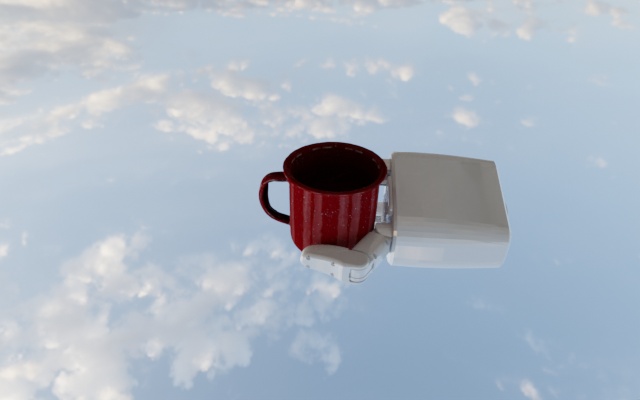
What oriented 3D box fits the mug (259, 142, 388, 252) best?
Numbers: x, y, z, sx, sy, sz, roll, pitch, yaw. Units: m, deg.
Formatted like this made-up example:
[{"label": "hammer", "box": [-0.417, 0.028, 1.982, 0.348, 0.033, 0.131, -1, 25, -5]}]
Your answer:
[{"label": "mug", "box": [-0.001, 0.002, 0.447, 0.117, 0.082, 0.093, 3, 35, 2]}]
